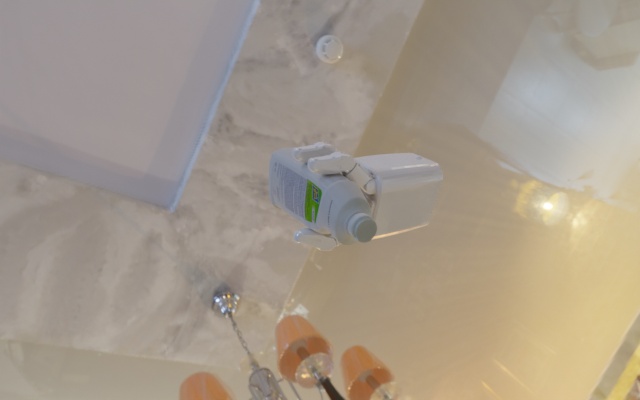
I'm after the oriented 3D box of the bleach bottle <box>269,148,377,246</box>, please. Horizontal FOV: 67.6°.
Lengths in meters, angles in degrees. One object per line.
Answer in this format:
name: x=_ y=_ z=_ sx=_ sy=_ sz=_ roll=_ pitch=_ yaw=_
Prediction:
bleach bottle: x=0.000 y=0.002 z=0.648 sx=0.068 sy=0.103 sz=0.250 roll=-9 pitch=23 yaw=-23
